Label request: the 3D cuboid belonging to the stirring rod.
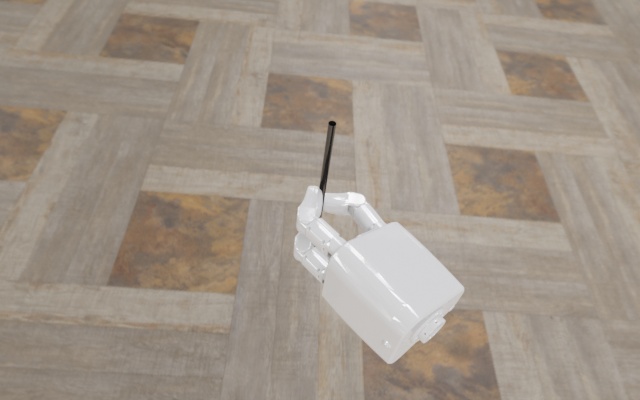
[{"bbox_3d":[0.000,0.002,0.561,0.011,0.011,0.240,0,-40,-7],"label":"stirring rod"}]
